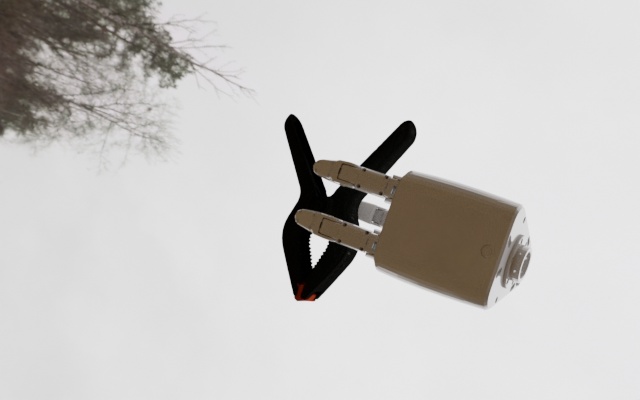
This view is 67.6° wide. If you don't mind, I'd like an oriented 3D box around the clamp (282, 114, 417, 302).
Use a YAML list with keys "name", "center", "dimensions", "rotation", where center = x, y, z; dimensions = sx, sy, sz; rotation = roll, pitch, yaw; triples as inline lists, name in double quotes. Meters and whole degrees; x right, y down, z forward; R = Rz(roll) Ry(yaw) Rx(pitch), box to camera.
- name: "clamp"
  center: [0.001, 0.002, 0.516]
  dimensions: [0.164, 0.210, 0.036]
  rotation: [19, 0, 37]
